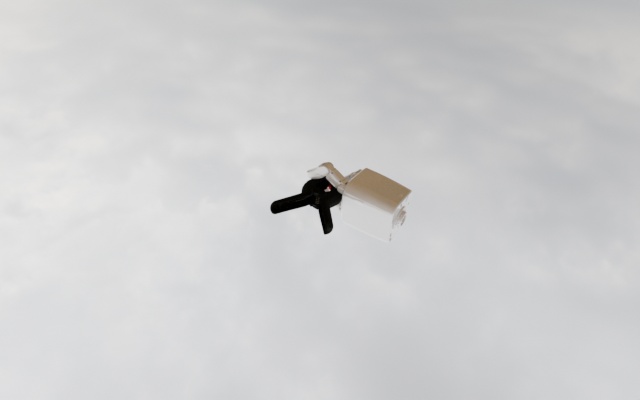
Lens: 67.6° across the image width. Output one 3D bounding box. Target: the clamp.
[{"bbox_3d":[0.000,0.003,0.893,0.120,0.039,0.171,31,41,18],"label":"clamp"}]
